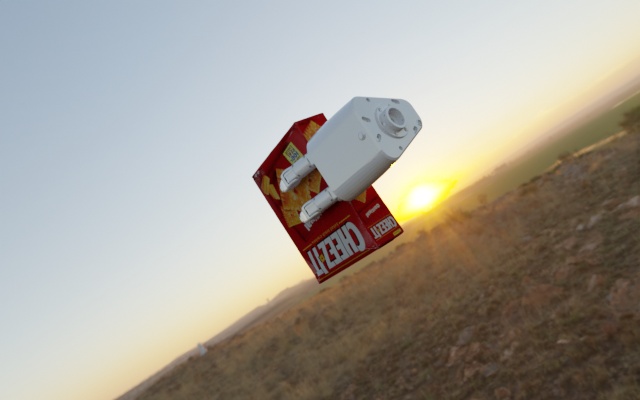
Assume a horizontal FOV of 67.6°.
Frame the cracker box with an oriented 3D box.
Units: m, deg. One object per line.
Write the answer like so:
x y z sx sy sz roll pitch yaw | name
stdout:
0.000 0.002 0.731 0.072 0.213 0.164 -27 -9 -40 | cracker box
